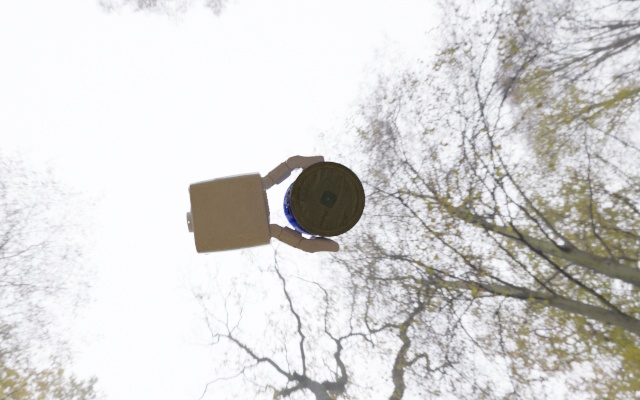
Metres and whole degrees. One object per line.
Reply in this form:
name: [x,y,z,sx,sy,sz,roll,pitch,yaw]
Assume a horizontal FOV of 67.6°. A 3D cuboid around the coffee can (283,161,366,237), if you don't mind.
coffee can: [0.000,0.002,0.705,0.103,0.103,0.140,0,-4,-9]
